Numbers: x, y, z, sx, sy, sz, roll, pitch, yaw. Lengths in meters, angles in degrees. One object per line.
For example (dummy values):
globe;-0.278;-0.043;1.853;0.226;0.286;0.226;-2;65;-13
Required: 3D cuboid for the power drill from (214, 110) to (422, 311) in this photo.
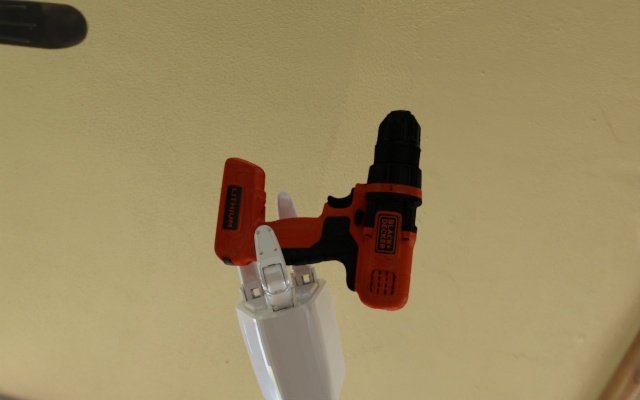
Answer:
power drill;0.000;0.002;0.452;0.187;0.184;0.057;4;-9;15
